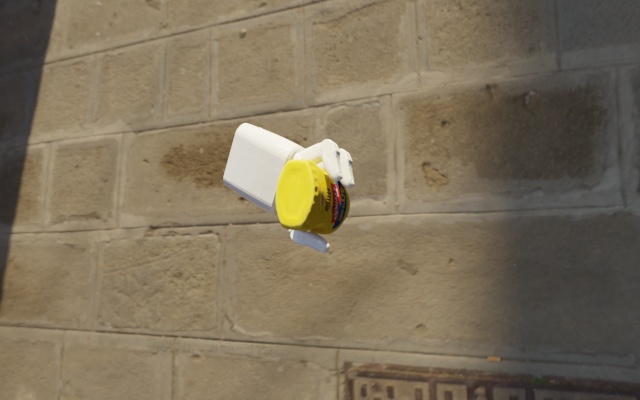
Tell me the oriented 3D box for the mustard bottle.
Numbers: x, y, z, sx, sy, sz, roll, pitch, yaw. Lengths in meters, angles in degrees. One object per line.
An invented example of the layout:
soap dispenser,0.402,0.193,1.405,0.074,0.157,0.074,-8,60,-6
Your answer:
mustard bottle,0.000,0.002,0.720,0.058,0.096,0.191,1,-7,22
